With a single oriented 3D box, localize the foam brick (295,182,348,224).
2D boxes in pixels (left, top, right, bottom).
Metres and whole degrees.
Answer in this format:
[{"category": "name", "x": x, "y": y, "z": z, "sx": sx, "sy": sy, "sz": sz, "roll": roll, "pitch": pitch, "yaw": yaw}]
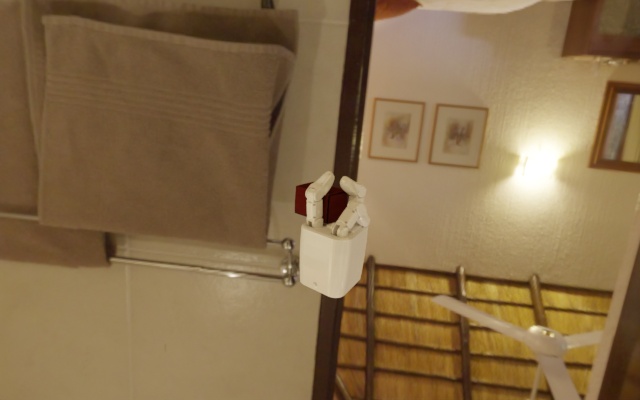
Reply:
[{"category": "foam brick", "x": 0.000, "y": 0.003, "z": 0.827, "sx": 0.078, "sy": 0.051, "sz": 0.053, "roll": 17, "pitch": 21, "yaw": 39}]
